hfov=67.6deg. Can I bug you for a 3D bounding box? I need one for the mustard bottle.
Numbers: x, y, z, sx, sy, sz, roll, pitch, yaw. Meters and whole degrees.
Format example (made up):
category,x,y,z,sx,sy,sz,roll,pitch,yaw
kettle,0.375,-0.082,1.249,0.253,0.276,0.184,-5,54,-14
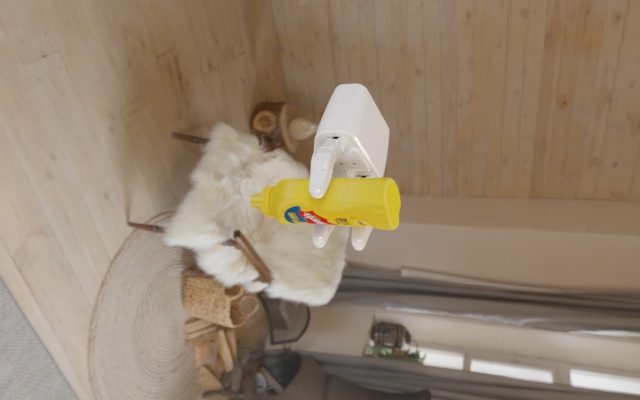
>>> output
category,x,y,z,sx,sy,sz,roll,pitch,yaw
mustard bottle,0.000,0.002,0.607,0.191,0.058,0.096,2,-16,19
